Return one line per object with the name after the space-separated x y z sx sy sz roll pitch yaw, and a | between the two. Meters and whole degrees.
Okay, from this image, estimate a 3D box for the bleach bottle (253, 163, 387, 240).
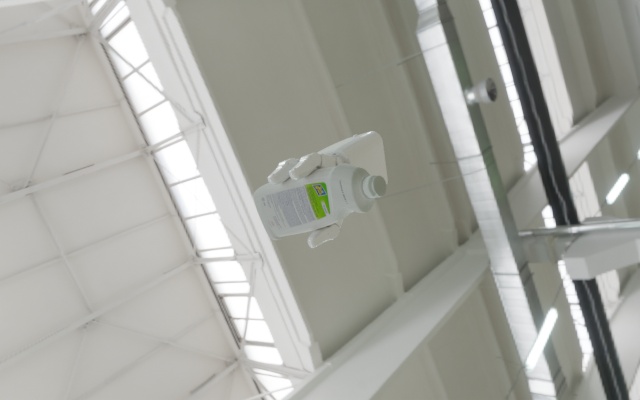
0.000 0.002 0.742 0.251 0.102 0.068 -10 17 47 | bleach bottle
